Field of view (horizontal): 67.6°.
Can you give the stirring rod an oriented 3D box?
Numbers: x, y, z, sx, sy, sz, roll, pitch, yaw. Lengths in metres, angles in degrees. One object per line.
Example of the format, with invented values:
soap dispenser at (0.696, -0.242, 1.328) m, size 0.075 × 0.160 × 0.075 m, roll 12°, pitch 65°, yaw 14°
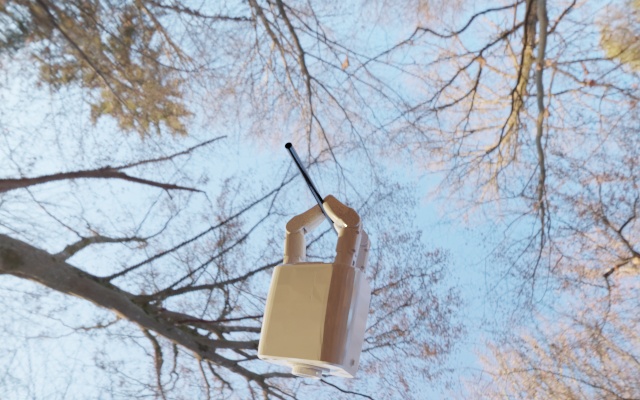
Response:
stirring rod at (0.000, 0.002, 0.566) m, size 0.011 × 0.011 × 0.240 m, roll 0°, pitch -27°, yaw 17°
